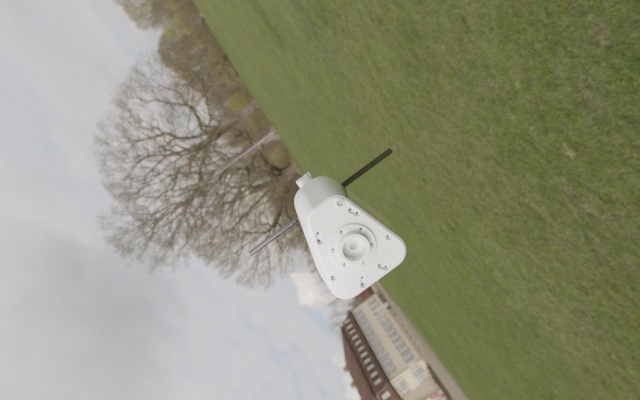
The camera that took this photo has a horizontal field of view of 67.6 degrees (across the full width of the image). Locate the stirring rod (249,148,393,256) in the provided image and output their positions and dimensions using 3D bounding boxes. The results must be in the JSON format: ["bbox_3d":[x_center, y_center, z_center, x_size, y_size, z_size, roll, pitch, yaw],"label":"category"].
[{"bbox_3d":[0.000,0.002,0.655,0.239,0.011,0.011,-36,0,0],"label":"stirring rod"}]
